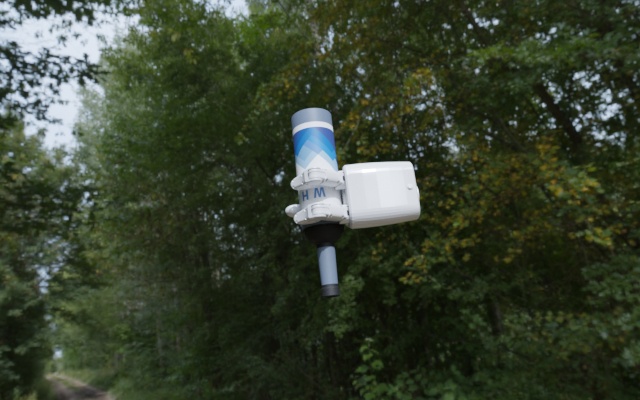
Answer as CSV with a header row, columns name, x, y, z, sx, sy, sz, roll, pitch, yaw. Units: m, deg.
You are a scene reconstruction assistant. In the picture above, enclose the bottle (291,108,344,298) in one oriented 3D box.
name,x,y,z,sx,sy,sz,roll,pitch,yaw
bottle,0.000,0.002,0.748,0.069,0.295,0.069,-6,-17,-2
